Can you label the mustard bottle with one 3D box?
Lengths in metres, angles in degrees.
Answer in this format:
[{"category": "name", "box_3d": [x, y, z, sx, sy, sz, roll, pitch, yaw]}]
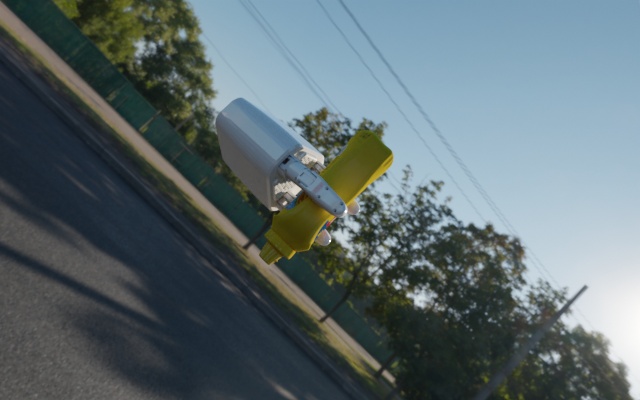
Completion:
[{"category": "mustard bottle", "box_3d": [0.001, 0.002, 0.568, 0.191, 0.058, 0.096, -45, 5, -6]}]
